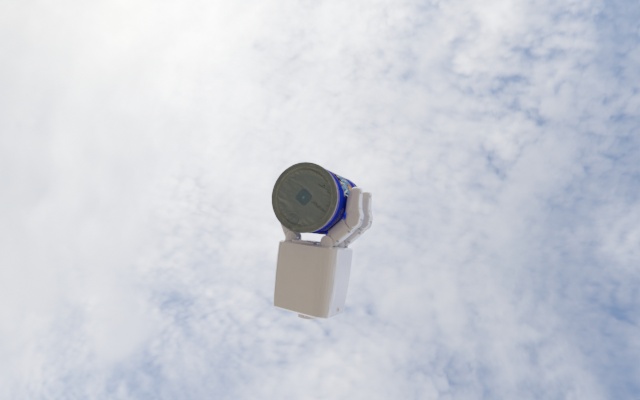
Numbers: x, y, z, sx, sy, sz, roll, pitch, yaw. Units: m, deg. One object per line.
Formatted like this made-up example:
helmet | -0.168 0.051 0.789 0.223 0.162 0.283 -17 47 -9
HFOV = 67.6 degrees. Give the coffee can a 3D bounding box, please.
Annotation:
coffee can | 0.000 0.002 0.745 0.103 0.103 0.140 0 -6 21
